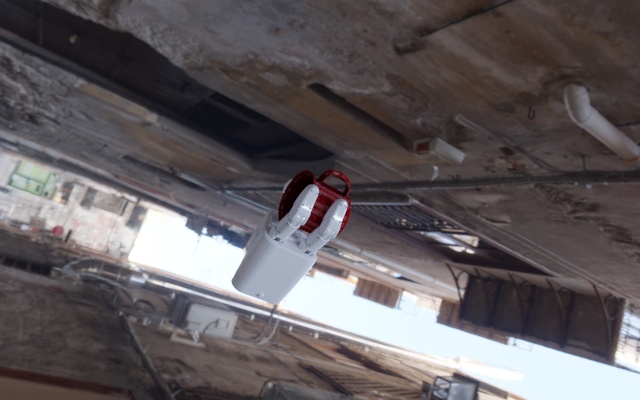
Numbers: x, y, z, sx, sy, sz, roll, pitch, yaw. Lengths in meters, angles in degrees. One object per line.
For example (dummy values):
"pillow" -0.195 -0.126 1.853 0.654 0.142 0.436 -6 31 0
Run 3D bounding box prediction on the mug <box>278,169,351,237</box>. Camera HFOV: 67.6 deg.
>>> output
"mug" 0.001 0.001 0.742 0.081 0.117 0.093 27 22 -29
